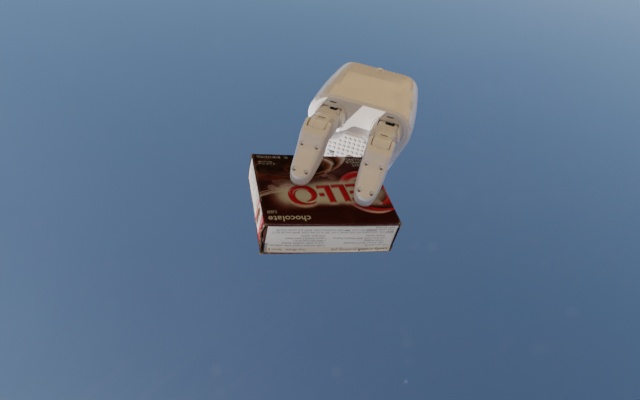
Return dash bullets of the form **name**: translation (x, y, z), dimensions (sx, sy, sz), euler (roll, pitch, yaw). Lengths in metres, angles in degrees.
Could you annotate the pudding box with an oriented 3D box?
- **pudding box**: translation (0.000, 0.001, 0.402), dimensions (0.113, 0.039, 0.090), euler (-1, 40, -15)
